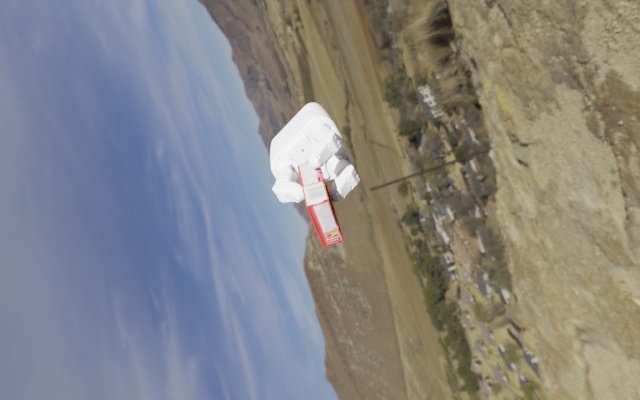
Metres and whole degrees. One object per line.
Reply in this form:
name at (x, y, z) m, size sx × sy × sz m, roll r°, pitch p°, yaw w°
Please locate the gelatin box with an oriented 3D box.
gelatin box at (0.000, 0.002, 0.599) m, size 0.030 × 0.073 × 0.089 m, roll -18°, pitch 39°, yaw 3°
